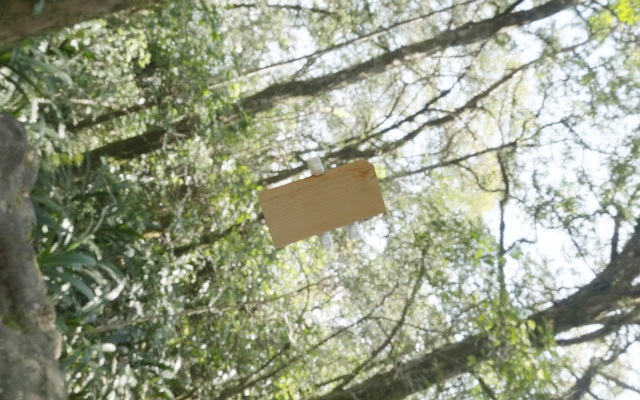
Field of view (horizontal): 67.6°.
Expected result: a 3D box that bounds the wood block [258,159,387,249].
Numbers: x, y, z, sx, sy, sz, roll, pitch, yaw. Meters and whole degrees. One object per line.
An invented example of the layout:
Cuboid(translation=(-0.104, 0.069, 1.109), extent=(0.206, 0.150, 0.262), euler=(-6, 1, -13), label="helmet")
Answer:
Cuboid(translation=(0.000, 0.002, 0.859), extent=(0.206, 0.091, 0.090), euler=(-19, 14, -5), label="wood block")
